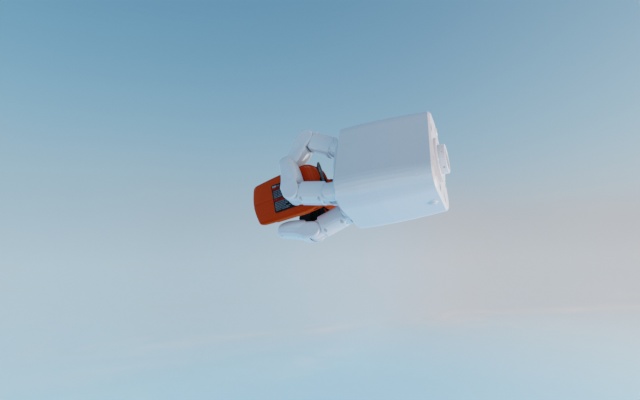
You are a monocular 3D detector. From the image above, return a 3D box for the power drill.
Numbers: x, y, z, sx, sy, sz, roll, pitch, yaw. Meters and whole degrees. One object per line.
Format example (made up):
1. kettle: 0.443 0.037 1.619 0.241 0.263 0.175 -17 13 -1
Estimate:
1. power drill: 0.000 0.002 0.652 0.184 0.057 0.187 -22 -14 35
